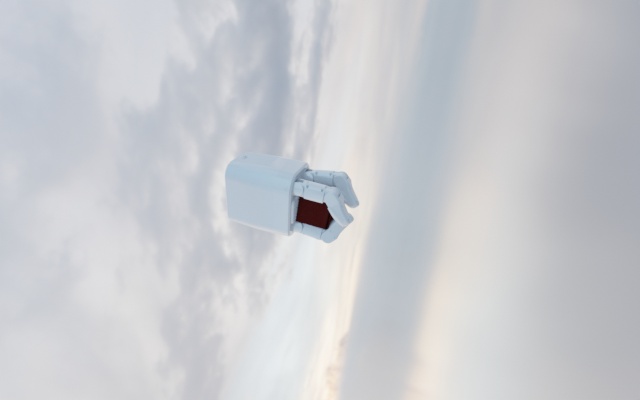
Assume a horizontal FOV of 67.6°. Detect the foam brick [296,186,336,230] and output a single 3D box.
[{"bbox_3d":[0.000,0.002,0.744,0.051,0.053,0.078,14,22,10],"label":"foam brick"}]
